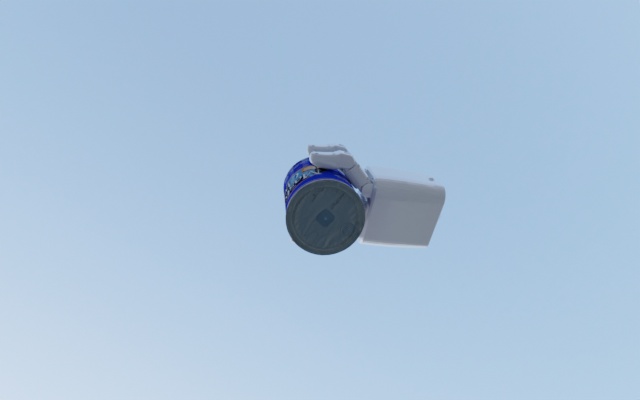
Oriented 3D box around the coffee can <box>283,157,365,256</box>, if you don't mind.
[{"bbox_3d":[0.000,0.002,0.672,0.103,0.103,0.140,0,18,-6],"label":"coffee can"}]
